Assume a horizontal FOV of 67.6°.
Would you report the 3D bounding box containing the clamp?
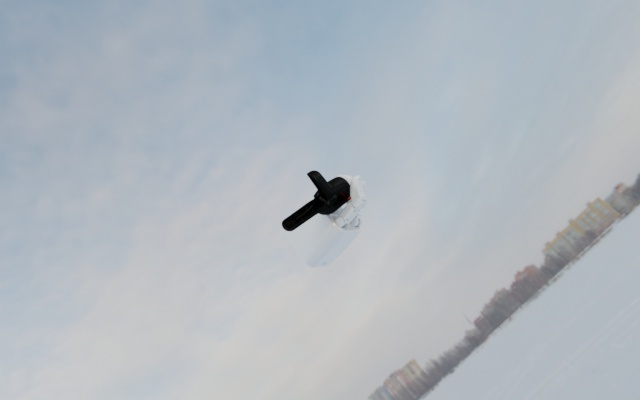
[{"bbox_3d":[0.000,0.002,0.859,0.039,0.120,0.171,47,21,24],"label":"clamp"}]
